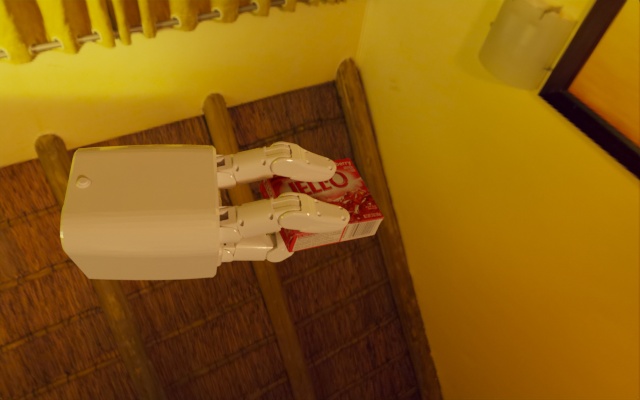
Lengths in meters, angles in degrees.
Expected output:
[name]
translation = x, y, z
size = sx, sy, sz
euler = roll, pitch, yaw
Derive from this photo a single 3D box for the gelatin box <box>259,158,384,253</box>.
[gelatin box]
translation = 0.000, 0.002, 0.420
size = 0.089, 0.073, 0.030
euler = -9, -36, -26
